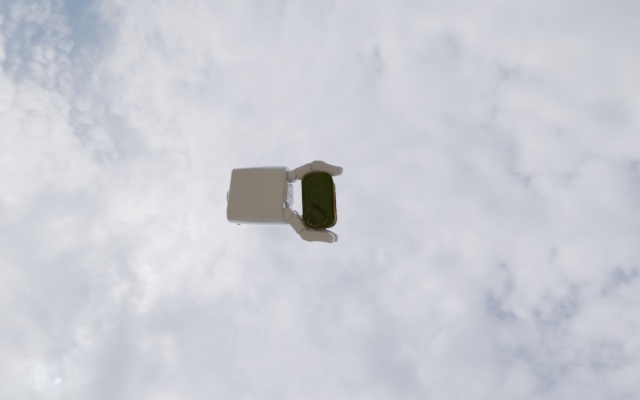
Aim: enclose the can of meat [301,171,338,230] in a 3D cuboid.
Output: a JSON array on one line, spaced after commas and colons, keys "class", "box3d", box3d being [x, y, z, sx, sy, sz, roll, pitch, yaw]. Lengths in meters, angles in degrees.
[{"class": "can of meat", "box3d": [0.000, 0.003, 0.871, 0.057, 0.102, 0.084, -3, -5, 7]}]
